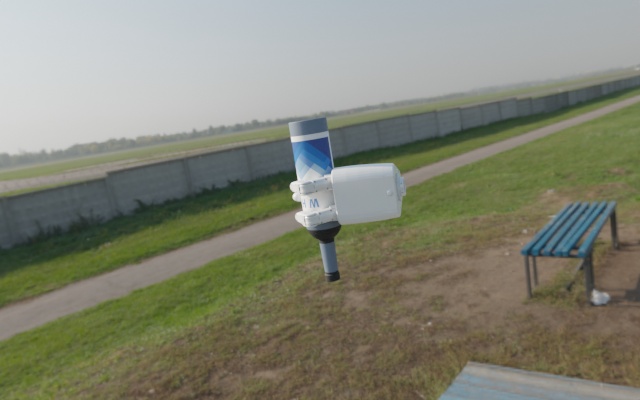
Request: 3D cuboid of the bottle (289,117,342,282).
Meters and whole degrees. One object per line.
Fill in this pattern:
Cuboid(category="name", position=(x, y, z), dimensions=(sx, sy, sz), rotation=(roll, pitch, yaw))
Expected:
Cuboid(category="bottle", position=(0.000, 0.003, 0.856), dimensions=(0.069, 0.296, 0.069), rotation=(-9, 10, 2))
